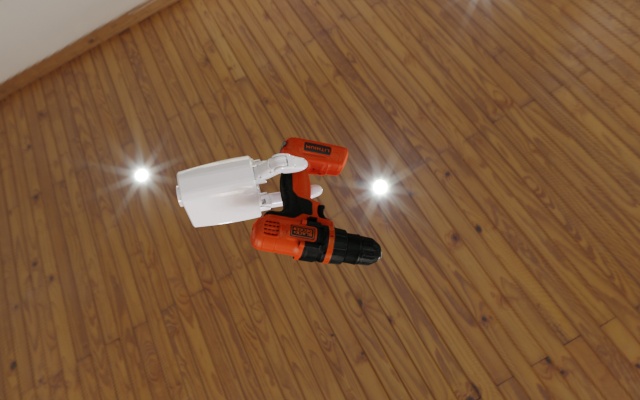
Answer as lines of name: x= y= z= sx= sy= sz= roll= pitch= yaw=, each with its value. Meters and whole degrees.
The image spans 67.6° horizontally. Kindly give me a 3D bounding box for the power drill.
power drill: x=0.000 y=0.002 z=0.698 sx=0.184 sy=0.187 sz=0.057 roll=11 pitch=-35 yaw=-11
